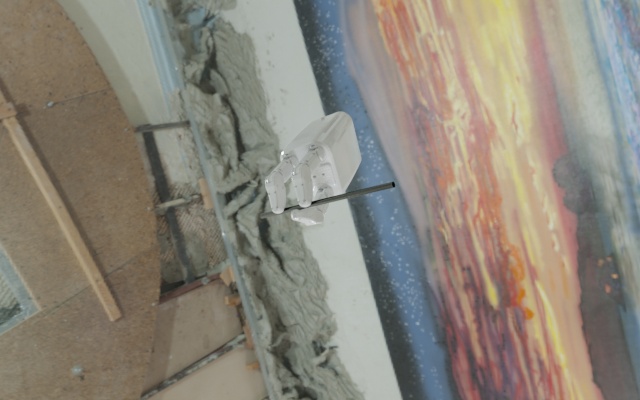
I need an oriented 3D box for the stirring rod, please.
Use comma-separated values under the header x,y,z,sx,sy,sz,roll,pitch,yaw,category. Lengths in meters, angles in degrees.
x,y,z,sx,sy,sz,roll,pitch,yaw,category
0.000,0.002,0.678,0.239,0.011,0.011,-14,-9,38,stirring rod
